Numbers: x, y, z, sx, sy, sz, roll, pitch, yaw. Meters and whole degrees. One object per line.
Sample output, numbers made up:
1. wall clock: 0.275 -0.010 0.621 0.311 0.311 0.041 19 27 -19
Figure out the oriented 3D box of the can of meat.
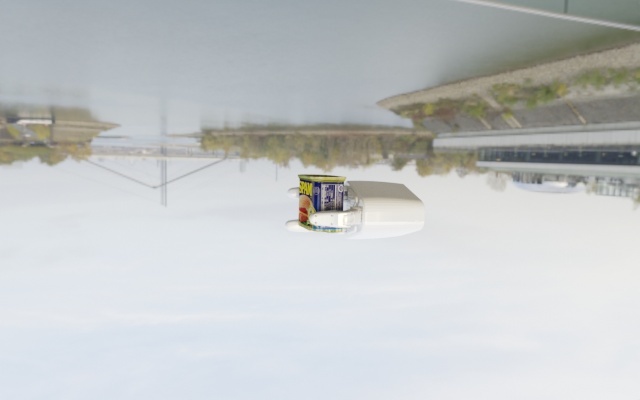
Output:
1. can of meat: 0.000 0.003 0.748 0.057 0.084 0.102 -1 6 -19
